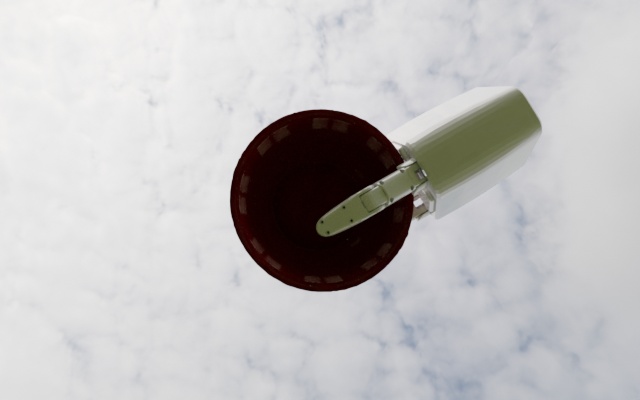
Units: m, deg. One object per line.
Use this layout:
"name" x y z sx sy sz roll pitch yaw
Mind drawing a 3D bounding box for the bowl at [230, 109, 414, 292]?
"bowl" -0.001 0.002 0.440 0.162 0.162 0.055 0 -7 -6
